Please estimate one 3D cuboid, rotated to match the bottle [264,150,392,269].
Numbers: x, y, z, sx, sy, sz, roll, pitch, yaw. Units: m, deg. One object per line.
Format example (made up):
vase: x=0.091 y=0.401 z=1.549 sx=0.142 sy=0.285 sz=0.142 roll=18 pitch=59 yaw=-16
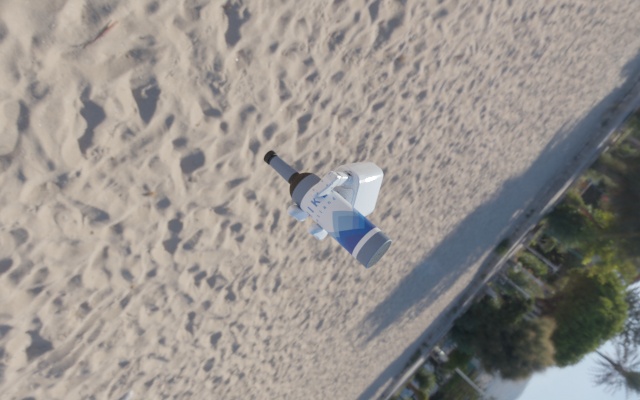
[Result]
bottle: x=0.000 y=0.003 z=0.883 sx=0.295 sy=0.069 sz=0.069 roll=42 pitch=18 yaw=22
